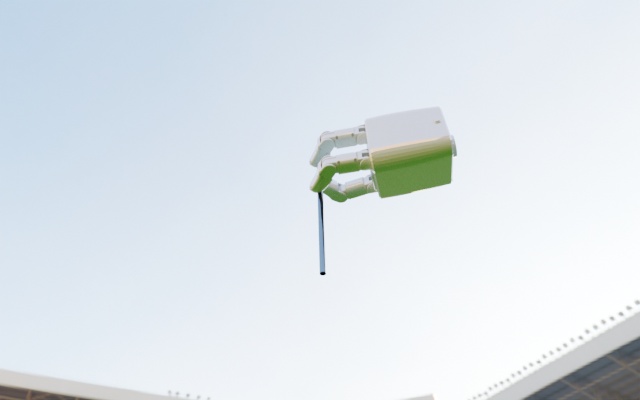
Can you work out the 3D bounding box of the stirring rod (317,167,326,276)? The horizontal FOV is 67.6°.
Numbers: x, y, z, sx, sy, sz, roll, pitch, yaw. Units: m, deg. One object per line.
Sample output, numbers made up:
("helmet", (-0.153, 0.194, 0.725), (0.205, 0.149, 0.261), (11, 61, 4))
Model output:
("stirring rod", (0.000, 0.002, 0.652), (0.011, 0.011, 0.239), (-1, 45, -1))
